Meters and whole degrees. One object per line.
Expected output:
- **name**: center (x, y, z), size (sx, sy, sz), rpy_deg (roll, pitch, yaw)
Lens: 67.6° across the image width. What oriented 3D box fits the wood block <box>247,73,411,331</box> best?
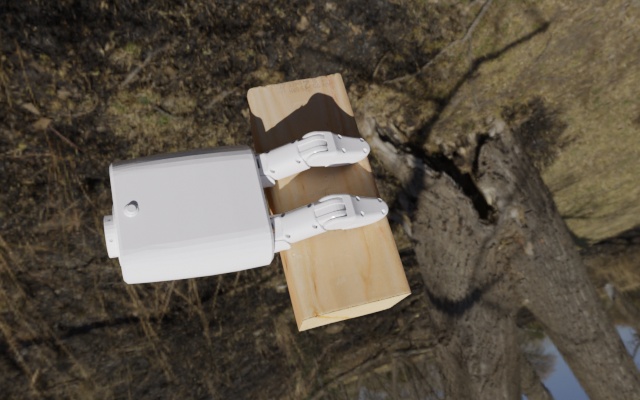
- **wood block**: center (0.000, 0.002, 0.435), size (0.090, 0.206, 0.091), rpy_deg (-12, -19, -9)
